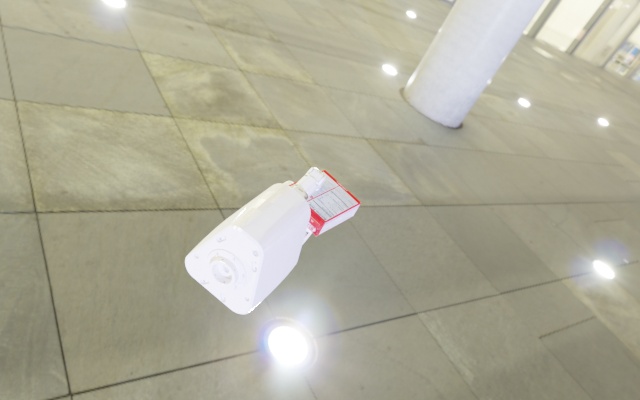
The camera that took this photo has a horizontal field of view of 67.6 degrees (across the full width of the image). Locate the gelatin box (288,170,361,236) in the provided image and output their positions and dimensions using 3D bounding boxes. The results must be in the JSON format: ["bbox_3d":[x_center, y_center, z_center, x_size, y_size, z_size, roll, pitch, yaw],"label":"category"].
[{"bbox_3d":[0.000,0.002,0.640,0.073,0.030,0.089,43,39,18],"label":"gelatin box"}]
